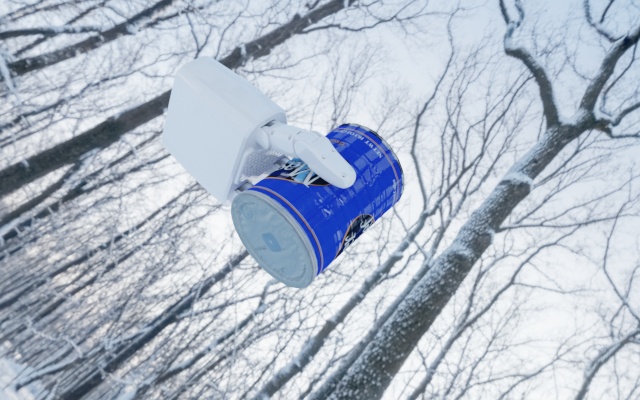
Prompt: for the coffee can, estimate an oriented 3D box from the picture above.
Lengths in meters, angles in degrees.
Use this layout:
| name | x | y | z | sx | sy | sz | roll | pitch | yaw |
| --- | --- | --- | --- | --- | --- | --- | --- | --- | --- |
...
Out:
| name | x | y | z | sx | sy | sz | roll | pitch | yaw |
| --- | --- | --- | --- | --- | --- | --- | --- | --- | --- |
| coffee can | 0.000 | 0.002 | 0.462 | 0.140 | 0.103 | 0.103 | -39 | 24 | -33 |
